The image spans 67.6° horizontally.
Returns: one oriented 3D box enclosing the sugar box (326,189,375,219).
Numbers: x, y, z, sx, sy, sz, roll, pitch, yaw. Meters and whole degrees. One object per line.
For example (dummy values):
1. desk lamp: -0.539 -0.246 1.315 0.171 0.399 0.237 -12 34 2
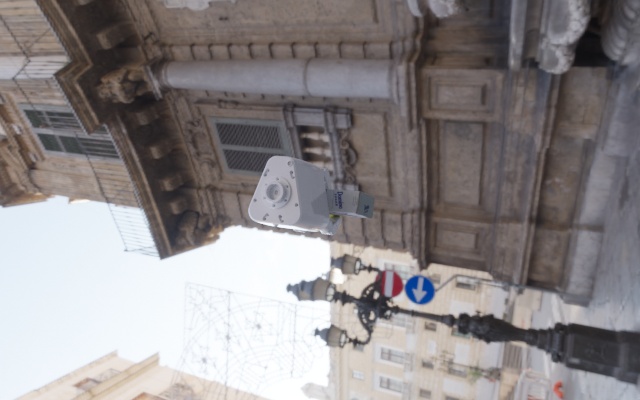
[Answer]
1. sugar box: 0.000 0.003 0.863 0.176 0.048 0.093 7 -4 23
